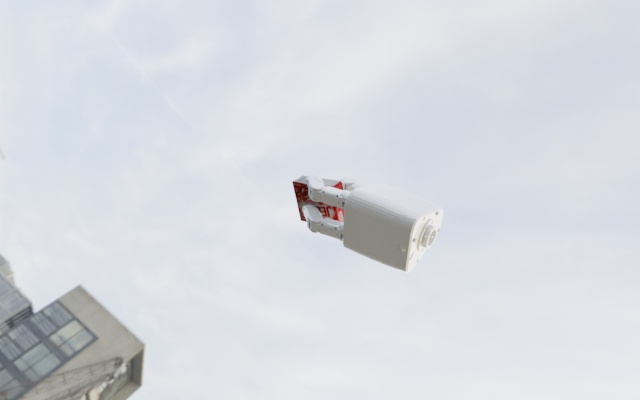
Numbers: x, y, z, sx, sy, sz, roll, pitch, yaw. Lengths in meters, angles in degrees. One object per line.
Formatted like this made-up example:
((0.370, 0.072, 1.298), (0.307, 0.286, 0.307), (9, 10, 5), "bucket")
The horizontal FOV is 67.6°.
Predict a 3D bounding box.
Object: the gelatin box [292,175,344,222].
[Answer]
((0.000, 0.002, 0.764), (0.089, 0.073, 0.030), (11, 32, 41), "gelatin box")
